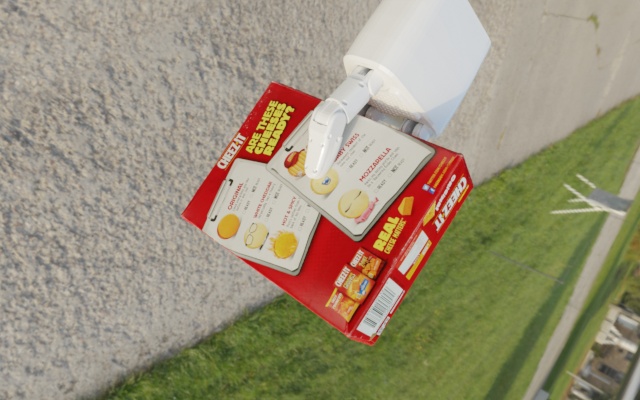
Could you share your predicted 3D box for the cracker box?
[{"bbox_3d":[0.000,0.001,0.434,0.213,0.164,0.072,28,-8,34],"label":"cracker box"}]
